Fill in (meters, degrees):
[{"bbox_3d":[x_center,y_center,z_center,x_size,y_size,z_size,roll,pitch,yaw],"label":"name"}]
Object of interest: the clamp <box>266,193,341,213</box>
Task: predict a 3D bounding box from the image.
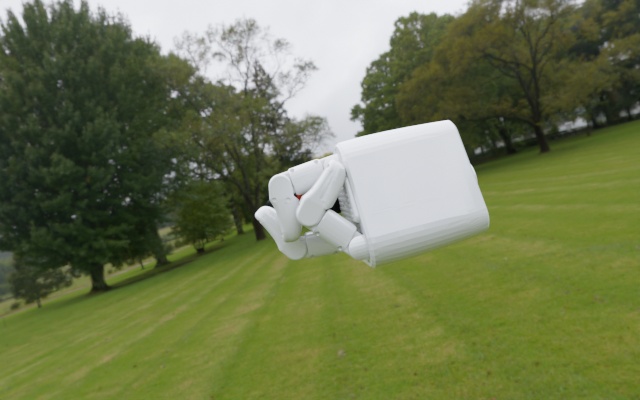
[{"bbox_3d":[0.000,0.001,0.514,0.120,0.039,0.171,-14,4,-6],"label":"clamp"}]
